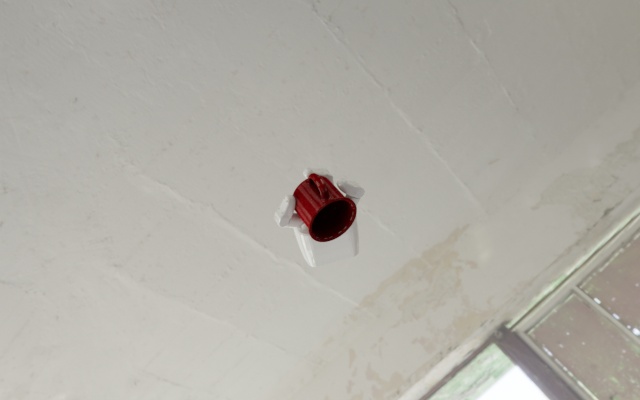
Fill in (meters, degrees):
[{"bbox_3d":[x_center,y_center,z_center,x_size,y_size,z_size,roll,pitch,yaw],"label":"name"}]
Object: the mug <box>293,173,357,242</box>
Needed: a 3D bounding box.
[{"bbox_3d":[0.000,0.002,0.812,0.093,0.117,0.081,-28,47,-13],"label":"mug"}]
